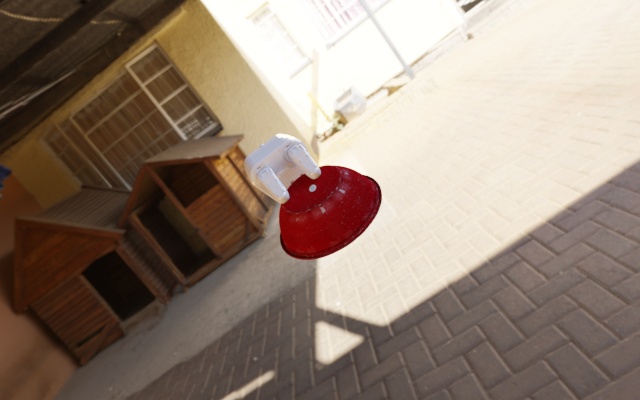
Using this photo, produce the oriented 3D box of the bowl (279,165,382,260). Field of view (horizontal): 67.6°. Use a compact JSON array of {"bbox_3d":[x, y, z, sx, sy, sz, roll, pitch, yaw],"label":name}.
[{"bbox_3d":[0.001,0.002,0.652,0.162,0.162,0.055,0,-44,42],"label":"bowl"}]
